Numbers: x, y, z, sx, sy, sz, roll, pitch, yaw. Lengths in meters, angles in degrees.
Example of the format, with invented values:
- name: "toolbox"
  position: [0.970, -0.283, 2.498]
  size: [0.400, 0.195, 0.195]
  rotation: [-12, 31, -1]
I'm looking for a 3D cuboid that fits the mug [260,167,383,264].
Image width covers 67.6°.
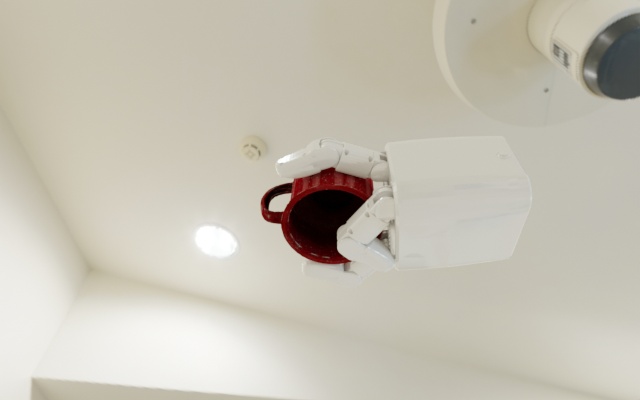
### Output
- name: "mug"
  position: [-0.001, 0.002, 0.466]
  size: [0.117, 0.093, 0.081]
  rotation: [-4, 36, 5]
